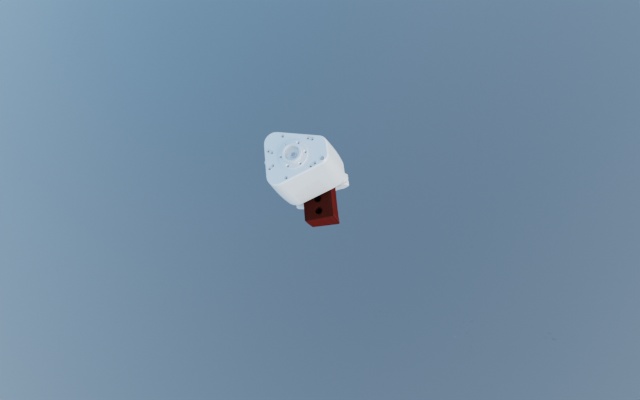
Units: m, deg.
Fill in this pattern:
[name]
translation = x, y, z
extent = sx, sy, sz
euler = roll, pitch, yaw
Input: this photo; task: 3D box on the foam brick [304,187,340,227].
[foam brick]
translation = 0.000, 0.003, 0.851
extent = 0.053, 0.078, 0.051
euler = -10, -18, 12
